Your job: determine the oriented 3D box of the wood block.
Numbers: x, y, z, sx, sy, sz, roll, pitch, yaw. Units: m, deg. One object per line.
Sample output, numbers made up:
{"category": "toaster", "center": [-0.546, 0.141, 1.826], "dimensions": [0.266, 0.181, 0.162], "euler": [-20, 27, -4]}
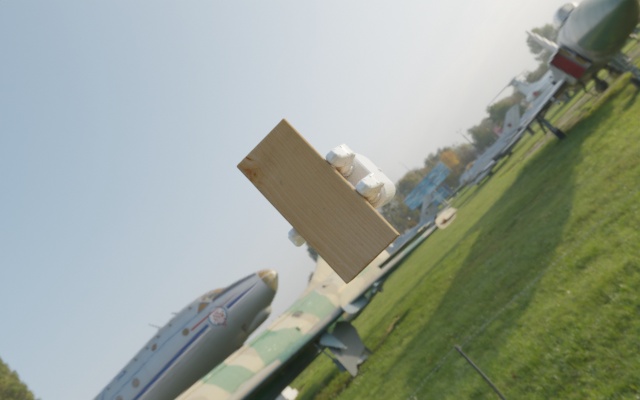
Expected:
{"category": "wood block", "center": [0.000, 0.002, 0.633], "dimensions": [0.091, 0.206, 0.090], "euler": [-45, -10, 4]}
